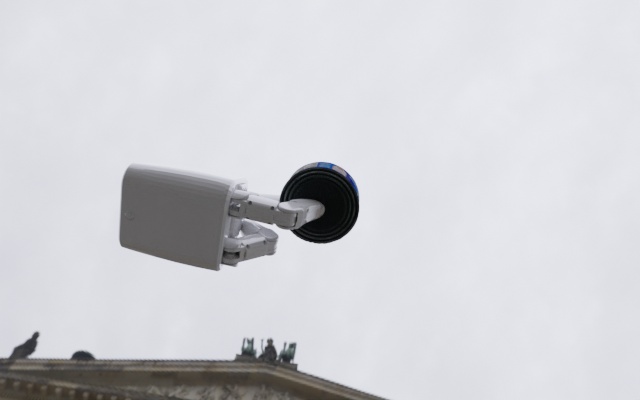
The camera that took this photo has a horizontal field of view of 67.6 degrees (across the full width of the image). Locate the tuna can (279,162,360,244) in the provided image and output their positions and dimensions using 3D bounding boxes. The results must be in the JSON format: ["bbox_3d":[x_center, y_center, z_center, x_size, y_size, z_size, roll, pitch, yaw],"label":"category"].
[{"bbox_3d":[0.000,0.002,0.520,0.086,0.086,0.033,0,18,6],"label":"tuna can"}]
